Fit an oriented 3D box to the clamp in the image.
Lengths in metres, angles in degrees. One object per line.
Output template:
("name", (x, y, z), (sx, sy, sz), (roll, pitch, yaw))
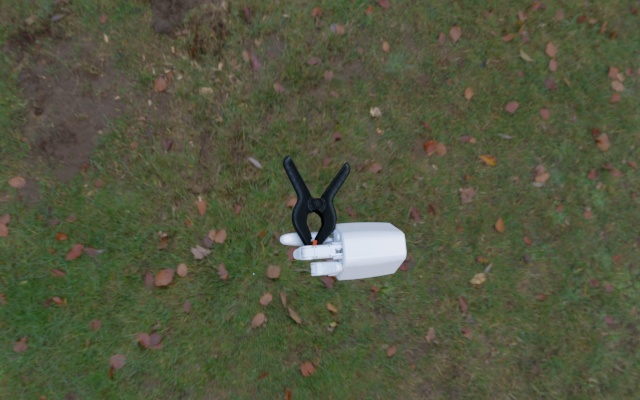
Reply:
("clamp", (0.000, 0.003, 0.835), (0.120, 0.171, 0.039), (-4, -8, -7))
